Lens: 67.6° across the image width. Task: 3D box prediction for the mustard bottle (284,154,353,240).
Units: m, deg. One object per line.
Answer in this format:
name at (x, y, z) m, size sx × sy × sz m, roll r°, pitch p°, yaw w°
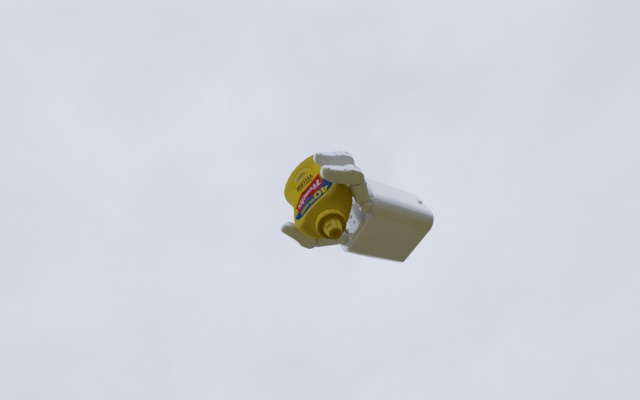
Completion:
mustard bottle at (0.000, 0.002, 0.698) m, size 0.058 × 0.096 × 0.191 m, roll 40°, pitch 11°, yaw -27°
